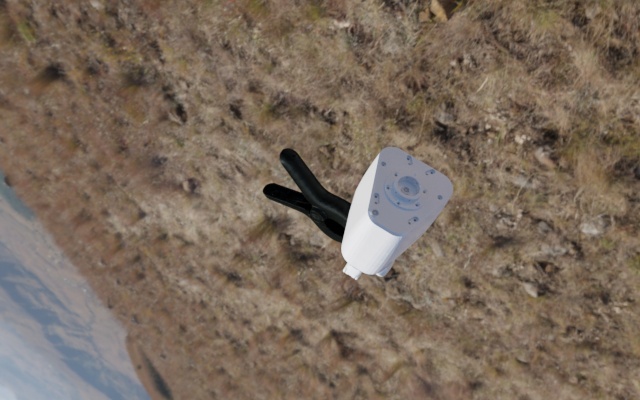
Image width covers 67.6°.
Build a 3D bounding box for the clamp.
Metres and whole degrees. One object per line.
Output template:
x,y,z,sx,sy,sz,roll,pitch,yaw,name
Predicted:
0.000,0.003,0.630,0.171,0.039,0.120,31,-24,6,clamp
